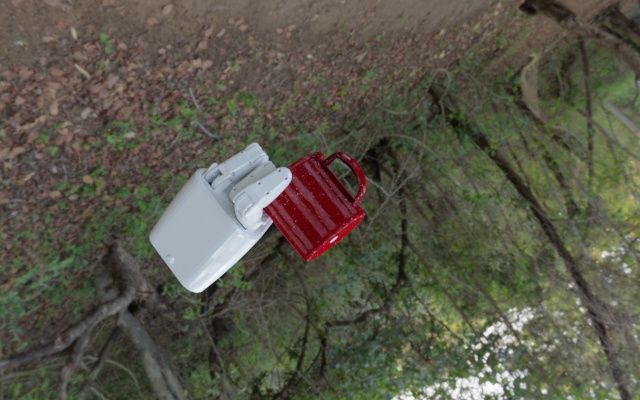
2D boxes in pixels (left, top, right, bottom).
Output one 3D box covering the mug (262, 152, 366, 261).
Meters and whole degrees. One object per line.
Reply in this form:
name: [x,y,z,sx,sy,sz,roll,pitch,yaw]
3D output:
mug: [0.001,0.001,0.498,0.117,0.081,0.093,-44,-11,23]
